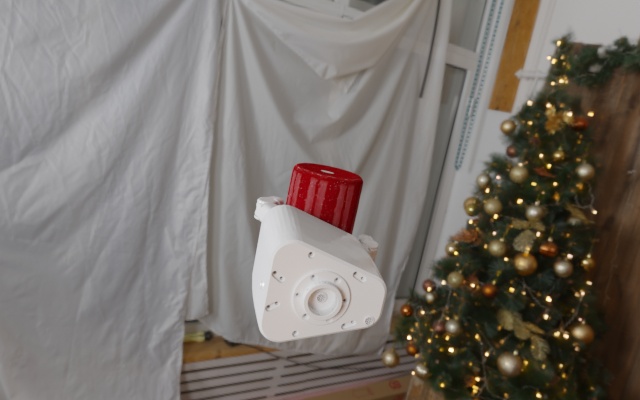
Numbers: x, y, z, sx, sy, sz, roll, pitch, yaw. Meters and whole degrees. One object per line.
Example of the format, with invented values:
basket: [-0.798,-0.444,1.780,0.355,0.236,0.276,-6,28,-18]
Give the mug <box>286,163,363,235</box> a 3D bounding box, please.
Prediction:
mug: [0.000,0.001,0.561,0.093,0.081,0.117,9,12,-11]
